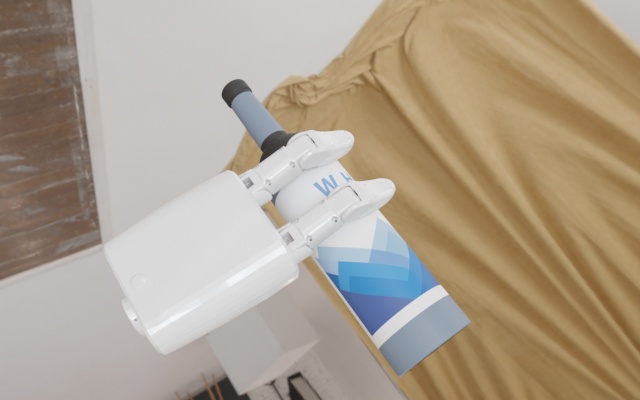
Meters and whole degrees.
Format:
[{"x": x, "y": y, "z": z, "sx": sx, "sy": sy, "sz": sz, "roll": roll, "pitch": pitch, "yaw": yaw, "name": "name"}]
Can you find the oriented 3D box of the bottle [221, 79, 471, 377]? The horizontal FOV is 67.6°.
[{"x": 0.000, "y": 0.001, "z": 0.403, "sx": 0.069, "sy": 0.295, "sz": 0.069, "roll": -32, "pitch": -23, "yaw": -15, "name": "bottle"}]
